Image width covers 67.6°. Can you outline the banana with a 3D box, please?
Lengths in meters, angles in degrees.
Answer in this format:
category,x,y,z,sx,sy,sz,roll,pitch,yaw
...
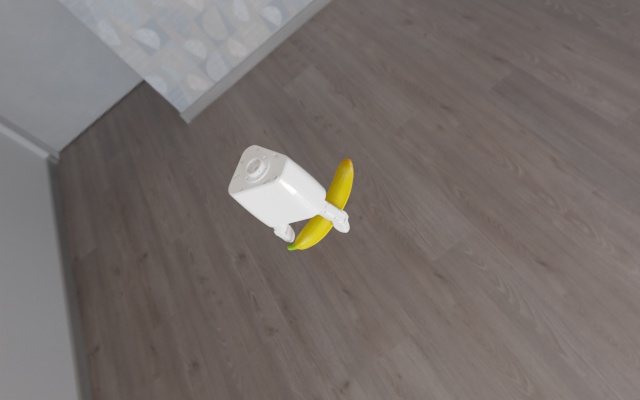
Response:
category,x,y,z,sx,sy,sz,roll,pitch,yaw
banana,0.009,0.012,0.840,0.069,0.198,0.037,30,-7,48
